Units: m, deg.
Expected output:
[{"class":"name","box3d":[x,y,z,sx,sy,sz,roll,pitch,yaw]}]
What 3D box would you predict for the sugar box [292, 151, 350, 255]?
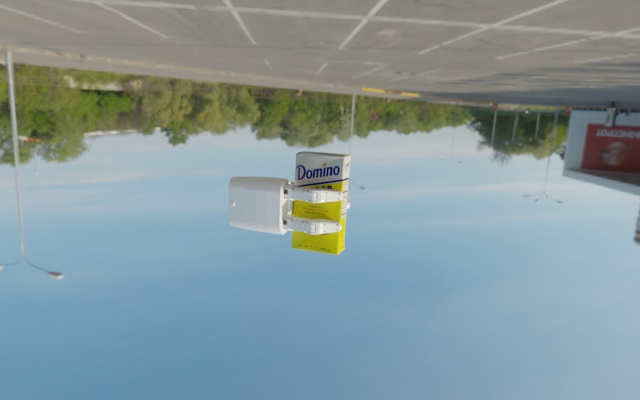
[{"class":"sugar box","box3d":[0.000,0.003,0.856,0.093,0.176,0.048,6,13,19]}]
